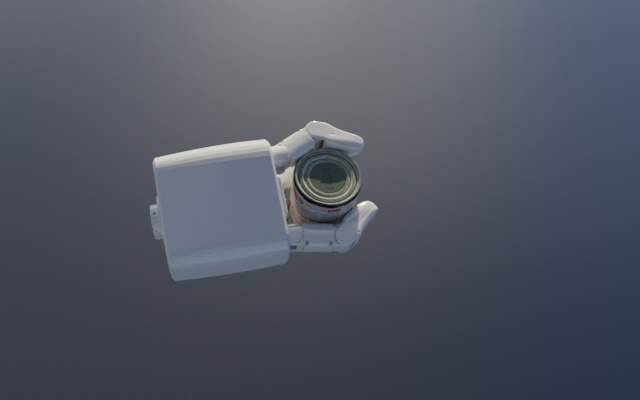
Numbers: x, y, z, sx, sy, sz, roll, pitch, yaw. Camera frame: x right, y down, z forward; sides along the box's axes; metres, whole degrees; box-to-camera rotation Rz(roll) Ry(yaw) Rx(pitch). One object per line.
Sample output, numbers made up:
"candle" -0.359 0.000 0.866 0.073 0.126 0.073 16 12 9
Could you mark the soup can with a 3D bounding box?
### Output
"soup can" 0.001 0.001 0.492 0.068 0.068 0.102 0 -30 -9
